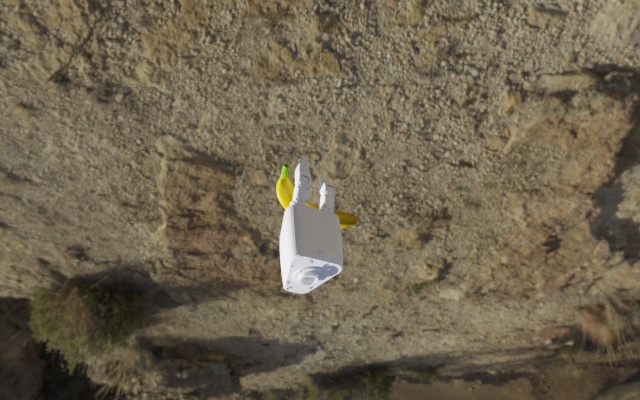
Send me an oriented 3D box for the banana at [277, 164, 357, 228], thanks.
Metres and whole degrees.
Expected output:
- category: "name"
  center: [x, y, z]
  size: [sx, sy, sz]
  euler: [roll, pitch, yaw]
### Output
- category: "banana"
  center: [-0.016, 0.012, 0.889]
  size: [0.070, 0.037, 0.198]
  euler: [-40, -54, 21]
